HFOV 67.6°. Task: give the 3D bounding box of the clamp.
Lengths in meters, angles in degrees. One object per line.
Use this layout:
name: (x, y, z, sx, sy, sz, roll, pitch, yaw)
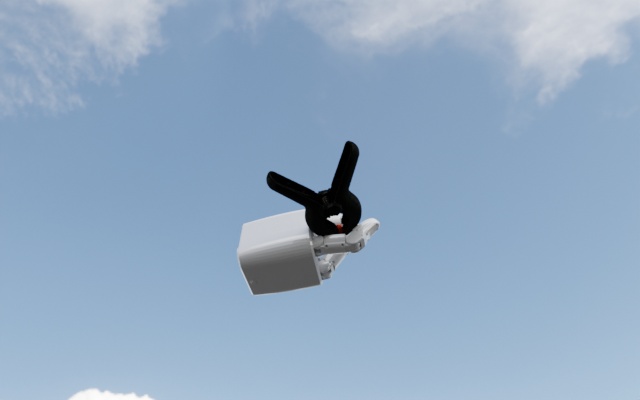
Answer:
clamp: (0.000, 0.002, 0.638, 0.120, 0.172, 0.039, -11, 43, 2)
